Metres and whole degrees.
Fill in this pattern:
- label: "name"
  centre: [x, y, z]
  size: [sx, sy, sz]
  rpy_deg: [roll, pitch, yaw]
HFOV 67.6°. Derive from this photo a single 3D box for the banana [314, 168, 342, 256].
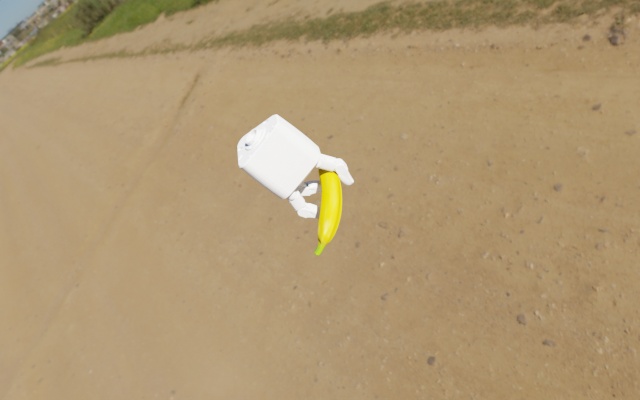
- label: "banana"
  centre: [0.012, -0.001, 0.881]
  size: [0.037, 0.197, 0.070]
  rpy_deg: [27, -38, -31]
